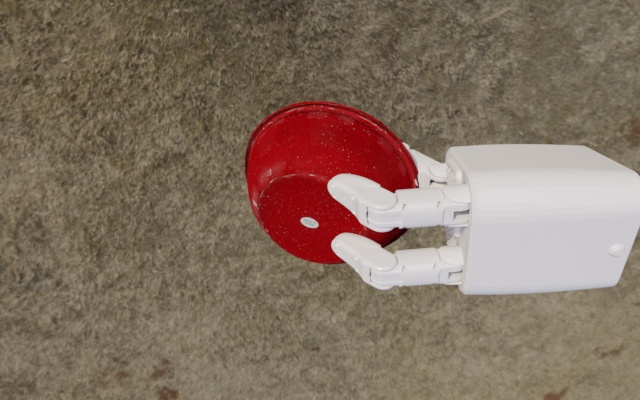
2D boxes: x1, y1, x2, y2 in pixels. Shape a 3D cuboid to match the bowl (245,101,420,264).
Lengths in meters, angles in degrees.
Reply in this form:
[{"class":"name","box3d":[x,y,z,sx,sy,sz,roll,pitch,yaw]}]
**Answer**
[{"class":"bowl","box3d":[-0.001,0.002,0.404,0.162,0.162,0.055,0,36,21]}]
